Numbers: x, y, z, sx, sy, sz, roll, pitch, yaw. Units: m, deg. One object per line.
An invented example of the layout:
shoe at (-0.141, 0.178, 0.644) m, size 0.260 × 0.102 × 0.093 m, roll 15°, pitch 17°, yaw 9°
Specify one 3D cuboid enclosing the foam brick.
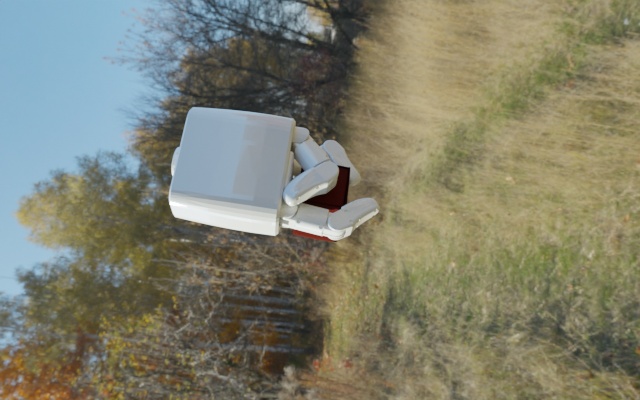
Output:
foam brick at (0.000, 0.002, 0.516) m, size 0.051 × 0.053 × 0.078 m, roll 8°, pitch -33°, yaw -1°
